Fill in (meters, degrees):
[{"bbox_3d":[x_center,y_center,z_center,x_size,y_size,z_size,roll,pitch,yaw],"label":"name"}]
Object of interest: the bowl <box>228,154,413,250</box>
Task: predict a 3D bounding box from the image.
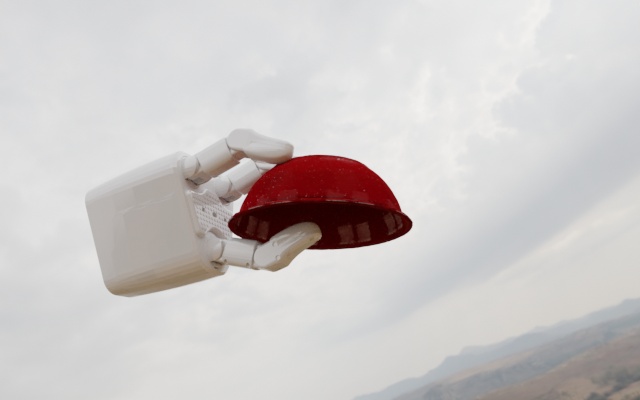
[{"bbox_3d":[0.001,0.001,0.430,0.162,0.055,0.162,0,-18,0],"label":"bowl"}]
